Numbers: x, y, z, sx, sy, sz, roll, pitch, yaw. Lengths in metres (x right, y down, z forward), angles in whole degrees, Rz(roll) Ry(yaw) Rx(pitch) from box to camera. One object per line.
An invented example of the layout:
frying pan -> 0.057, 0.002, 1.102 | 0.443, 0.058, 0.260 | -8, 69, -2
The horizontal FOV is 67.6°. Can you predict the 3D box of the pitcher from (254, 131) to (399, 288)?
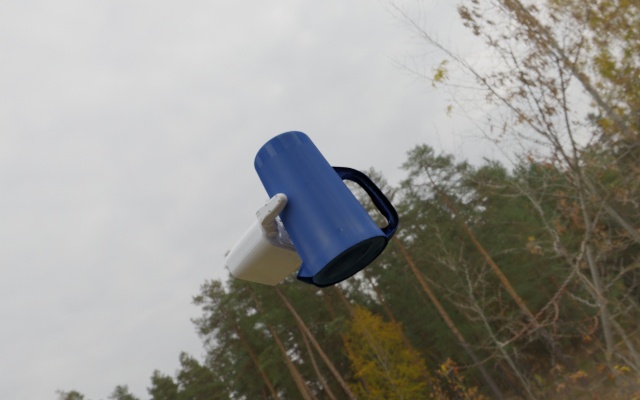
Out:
pitcher -> 0.000, 0.003, 0.767 | 0.149, 0.242, 0.145 | 2, -42, -52
